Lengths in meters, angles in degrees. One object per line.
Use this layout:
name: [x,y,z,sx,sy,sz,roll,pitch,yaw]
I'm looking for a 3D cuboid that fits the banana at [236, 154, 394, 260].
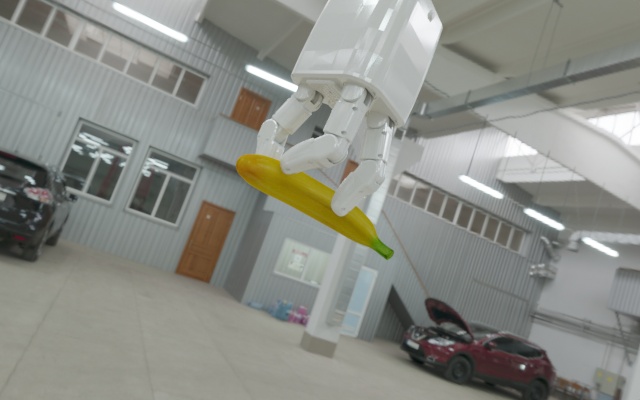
banana: [-0.006,-0.001,0.471,0.198,0.037,0.069,30,-2,-32]
